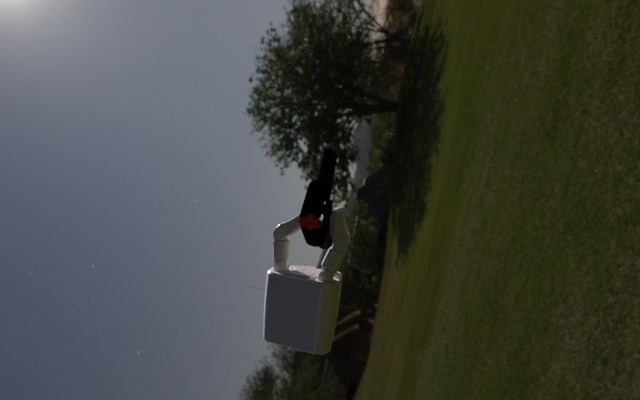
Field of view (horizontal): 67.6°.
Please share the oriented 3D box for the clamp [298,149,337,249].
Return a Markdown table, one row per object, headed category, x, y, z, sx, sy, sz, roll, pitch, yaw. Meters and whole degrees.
| category | x | y | z | sx | sy | sz | roll | pitch | yaw |
| --- | --- | --- | --- | --- | --- | --- | --- | --- | --- |
| clamp | -0.001 | 0.002 | 0.699 | 0.036 | 0.164 | 0.210 | 3 | 3 | 7 |
